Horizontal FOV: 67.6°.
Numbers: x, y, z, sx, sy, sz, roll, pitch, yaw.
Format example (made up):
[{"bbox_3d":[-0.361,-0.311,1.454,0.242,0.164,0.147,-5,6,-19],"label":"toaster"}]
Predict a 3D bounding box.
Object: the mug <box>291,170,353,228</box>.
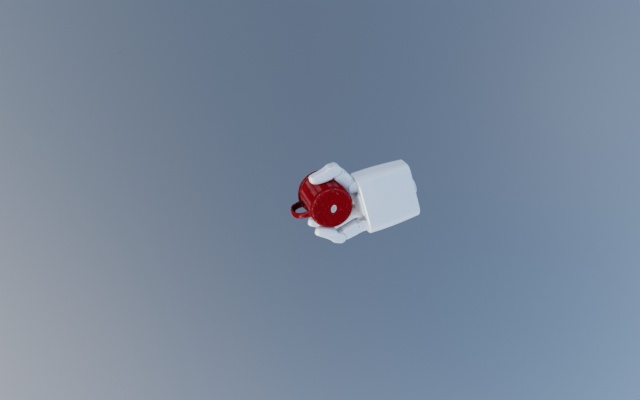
[{"bbox_3d":[-0.001,0.003,0.896,0.117,0.093,0.081,-20,27,-8],"label":"mug"}]
